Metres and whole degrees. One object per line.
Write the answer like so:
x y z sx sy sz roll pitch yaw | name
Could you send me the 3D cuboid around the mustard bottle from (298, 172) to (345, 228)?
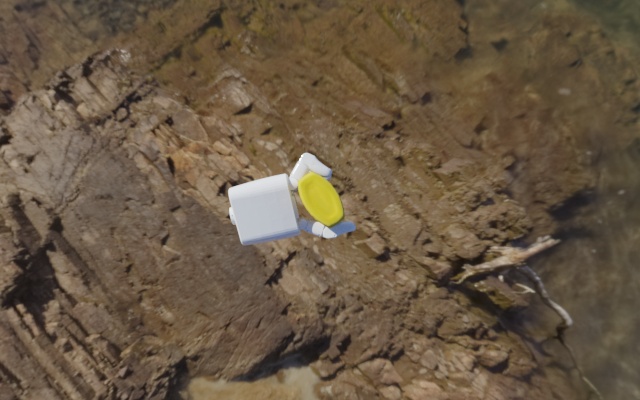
0.000 0.003 0.868 0.058 0.096 0.191 -37 -2 -2 | mustard bottle
